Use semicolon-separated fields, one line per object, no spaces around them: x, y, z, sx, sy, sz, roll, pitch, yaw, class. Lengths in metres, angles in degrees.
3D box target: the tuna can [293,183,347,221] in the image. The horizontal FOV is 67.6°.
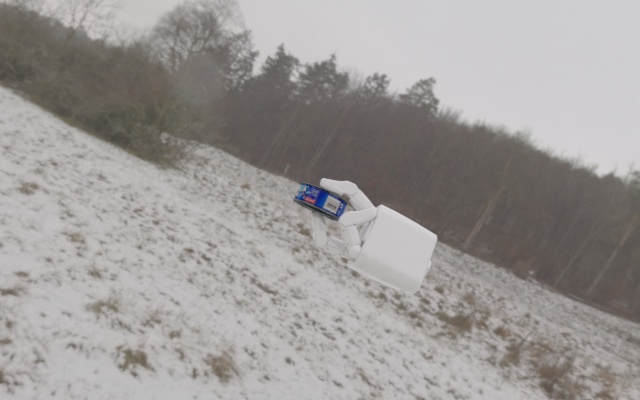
0.000;0.002;0.790;0.086;0.033;0.086;24;-6;3;tuna can
